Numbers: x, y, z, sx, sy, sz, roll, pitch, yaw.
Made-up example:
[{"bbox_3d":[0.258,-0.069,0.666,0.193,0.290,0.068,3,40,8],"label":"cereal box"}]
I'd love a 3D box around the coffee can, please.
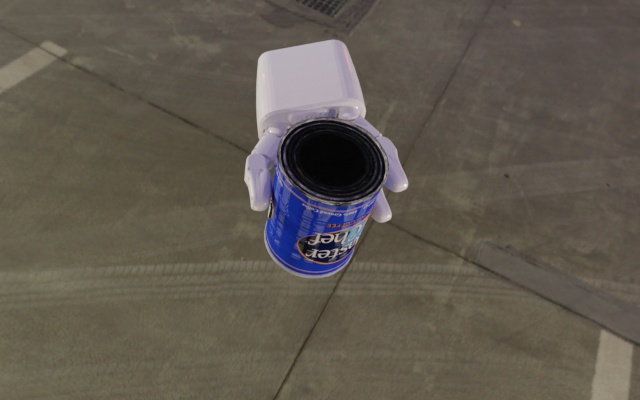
[{"bbox_3d":[0.000,0.002,0.482,0.103,0.102,0.140,0,-35,-12],"label":"coffee can"}]
